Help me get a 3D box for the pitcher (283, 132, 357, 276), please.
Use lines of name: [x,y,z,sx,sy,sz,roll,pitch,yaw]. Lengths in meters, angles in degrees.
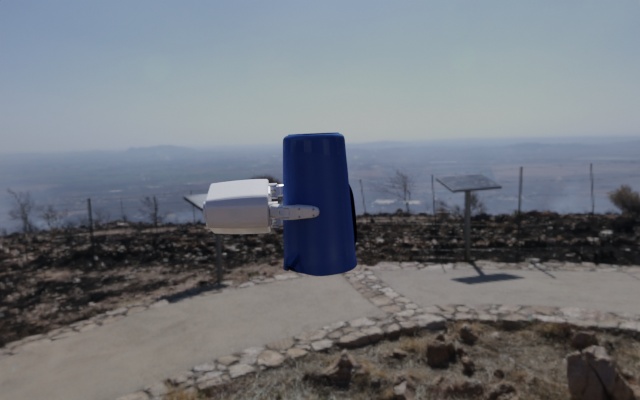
pitcher: [0.000,0.003,0.850,0.145,0.243,0.149,-3,8,-4]
